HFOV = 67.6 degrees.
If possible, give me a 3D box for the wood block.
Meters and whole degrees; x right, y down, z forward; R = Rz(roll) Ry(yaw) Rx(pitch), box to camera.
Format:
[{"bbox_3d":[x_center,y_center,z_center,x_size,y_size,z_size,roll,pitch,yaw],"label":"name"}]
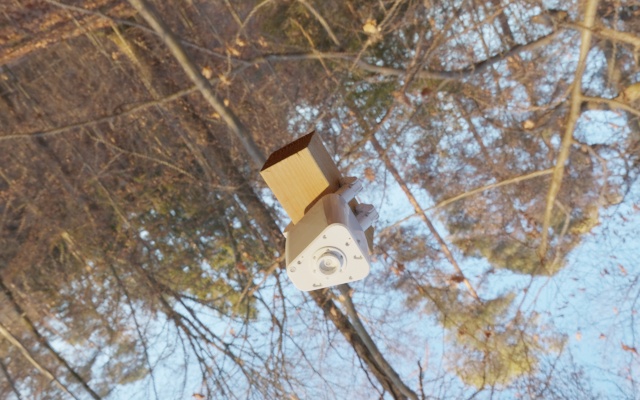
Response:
[{"bbox_3d":[0.000,0.003,0.789,0.091,0.206,0.090,-25,20,19],"label":"wood block"}]
